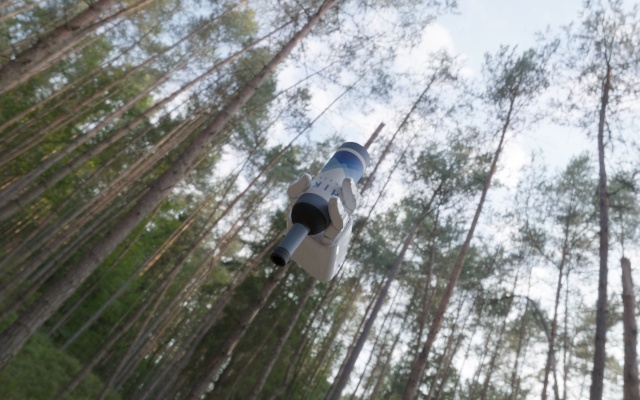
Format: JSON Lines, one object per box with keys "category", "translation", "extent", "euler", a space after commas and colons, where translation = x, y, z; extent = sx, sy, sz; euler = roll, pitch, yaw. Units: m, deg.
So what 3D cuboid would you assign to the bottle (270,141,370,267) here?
{"category": "bottle", "translation": [0.000, 0.002, 0.820], "extent": [0.069, 0.069, 0.295], "euler": [0, 37, 34]}
